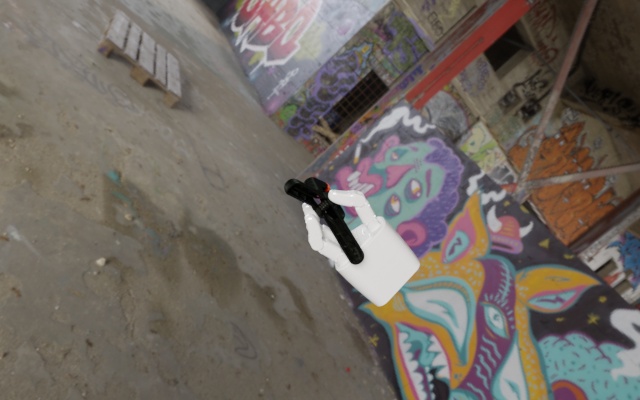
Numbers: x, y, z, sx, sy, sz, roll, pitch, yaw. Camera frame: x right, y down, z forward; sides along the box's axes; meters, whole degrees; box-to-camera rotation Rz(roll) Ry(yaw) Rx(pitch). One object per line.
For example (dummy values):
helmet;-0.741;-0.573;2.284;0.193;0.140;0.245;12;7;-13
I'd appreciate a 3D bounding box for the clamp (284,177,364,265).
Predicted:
clamp;0.001;0.002;0.779;0.036;0.164;0.210;-39;19;10
